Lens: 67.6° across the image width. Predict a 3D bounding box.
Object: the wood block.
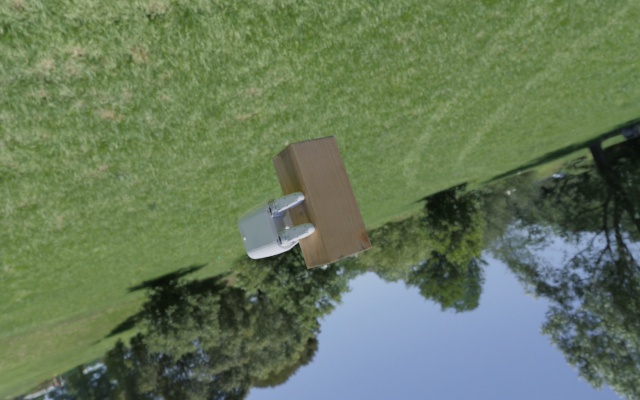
[{"bbox_3d":[0.000,0.003,0.834,0.091,0.206,0.090,-16,-5,-31],"label":"wood block"}]
